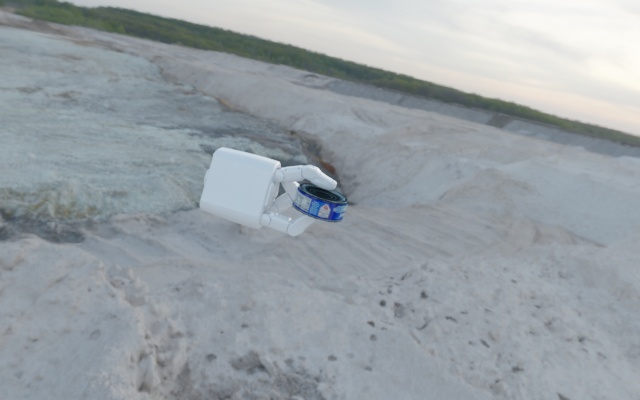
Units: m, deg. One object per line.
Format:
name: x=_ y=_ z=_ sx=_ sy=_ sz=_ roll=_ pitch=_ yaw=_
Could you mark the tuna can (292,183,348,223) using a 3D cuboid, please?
tuna can: x=0.000 y=0.002 z=0.766 sx=0.086 sy=0.034 sz=0.086 roll=17 pitch=15 yaw=-5
